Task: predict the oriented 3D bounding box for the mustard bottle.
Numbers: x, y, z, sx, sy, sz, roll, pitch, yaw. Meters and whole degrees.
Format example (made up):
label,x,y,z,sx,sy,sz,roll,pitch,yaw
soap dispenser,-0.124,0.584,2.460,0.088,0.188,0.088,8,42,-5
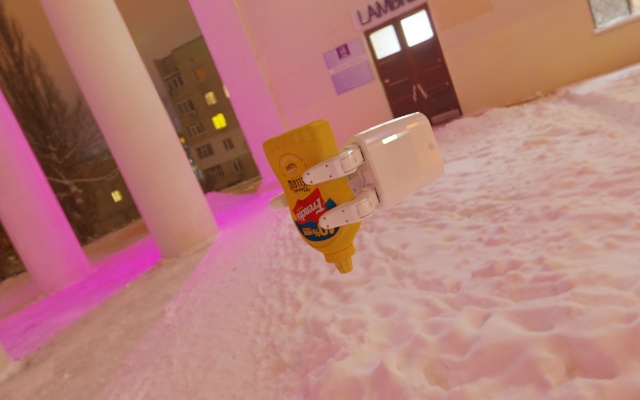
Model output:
label,x,y,z,sx,sy,sz,roll,pitch,yaw
mustard bottle,0.000,0.002,0.595,0.096,0.191,0.058,-13,13,41
